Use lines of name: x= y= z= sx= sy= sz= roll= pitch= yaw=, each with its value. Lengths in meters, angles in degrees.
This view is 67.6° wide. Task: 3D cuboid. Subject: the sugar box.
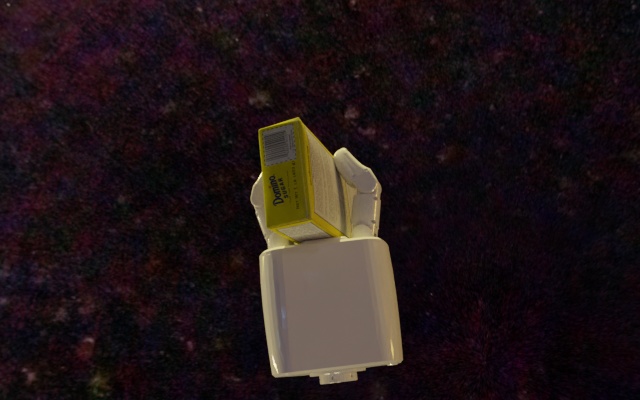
sugar box: x=0.000 y=0.002 z=0.463 sx=0.048 sy=0.093 sz=0.176 roll=-12 pitch=-21 yaw=15
